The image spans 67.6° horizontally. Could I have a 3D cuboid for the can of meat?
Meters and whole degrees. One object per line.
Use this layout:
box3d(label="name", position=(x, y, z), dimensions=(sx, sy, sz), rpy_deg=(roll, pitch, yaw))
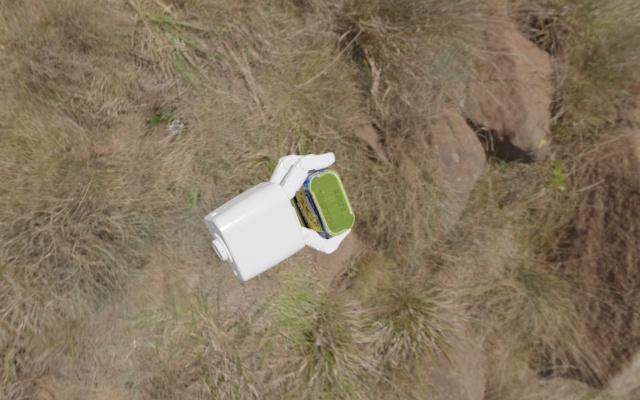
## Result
box3d(label="can of meat", position=(0.000, 0.002, 0.725), dimensions=(0.057, 0.102, 0.084), rpy_deg=(-28, 13, -22))
